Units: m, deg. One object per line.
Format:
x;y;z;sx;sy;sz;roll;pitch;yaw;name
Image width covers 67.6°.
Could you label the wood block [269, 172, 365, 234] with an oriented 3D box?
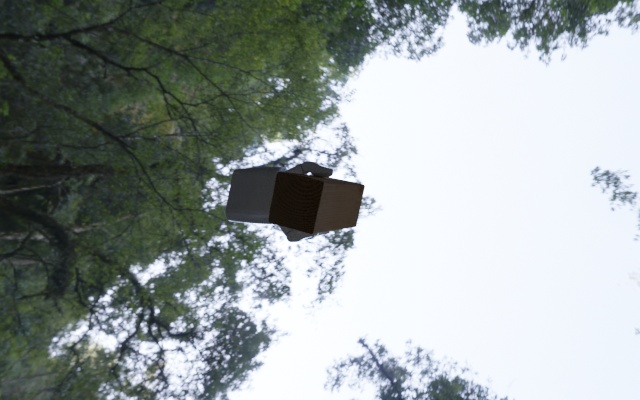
0.000;0.002;0.880;0.090;0.091;0.206;13;6;23;wood block
